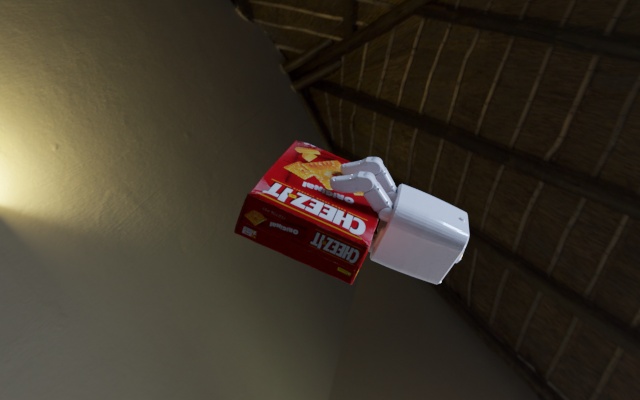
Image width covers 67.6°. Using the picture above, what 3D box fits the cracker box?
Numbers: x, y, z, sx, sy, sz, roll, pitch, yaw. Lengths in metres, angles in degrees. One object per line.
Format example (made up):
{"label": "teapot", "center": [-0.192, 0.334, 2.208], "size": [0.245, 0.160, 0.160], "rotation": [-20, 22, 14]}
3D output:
{"label": "cracker box", "center": [0.000, 0.002, 0.672], "size": [0.164, 0.072, 0.213], "rotation": [23, 28, 3]}
